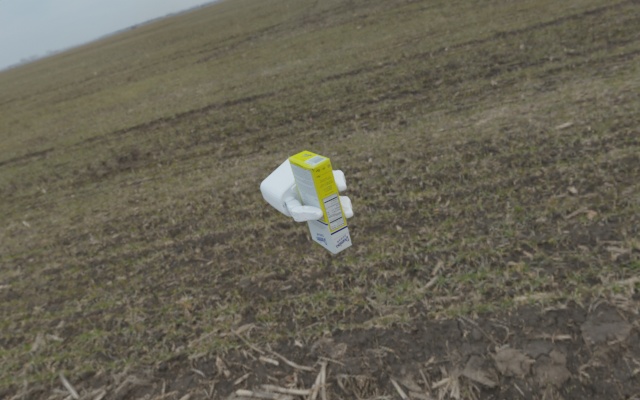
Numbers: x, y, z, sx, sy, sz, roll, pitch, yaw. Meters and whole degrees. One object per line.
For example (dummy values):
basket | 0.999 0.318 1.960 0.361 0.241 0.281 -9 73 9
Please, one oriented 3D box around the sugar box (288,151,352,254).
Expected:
sugar box | 0.001 0.003 0.877 0.048 0.176 0.093 -28 27 -20
